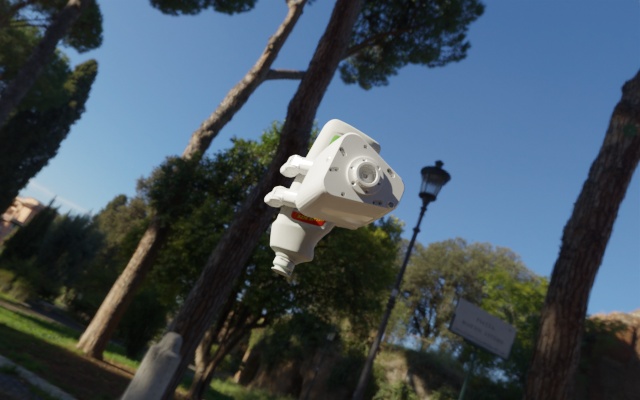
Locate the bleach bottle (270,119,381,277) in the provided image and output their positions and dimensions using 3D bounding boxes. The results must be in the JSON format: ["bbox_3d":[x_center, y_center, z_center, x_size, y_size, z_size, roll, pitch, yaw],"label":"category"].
[{"bbox_3d":[0.000,0.002,0.736,0.102,0.250,0.068,30,-20,-11],"label":"bleach bottle"}]
